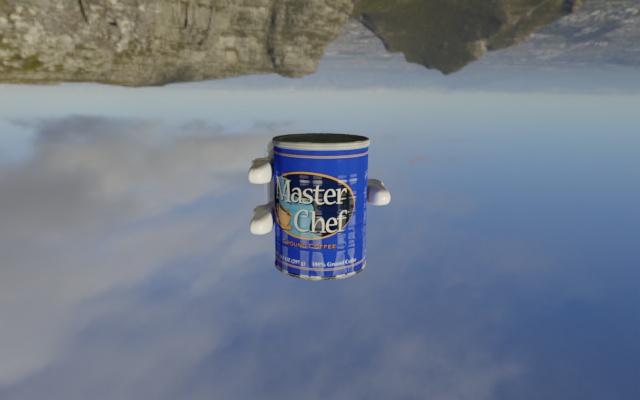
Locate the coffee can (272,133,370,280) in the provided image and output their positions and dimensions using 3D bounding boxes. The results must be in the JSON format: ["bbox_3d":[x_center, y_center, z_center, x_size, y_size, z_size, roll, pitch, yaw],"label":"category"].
[{"bbox_3d":[0.000,0.002,0.519,0.103,0.140,0.102,0,13,0],"label":"coffee can"}]
